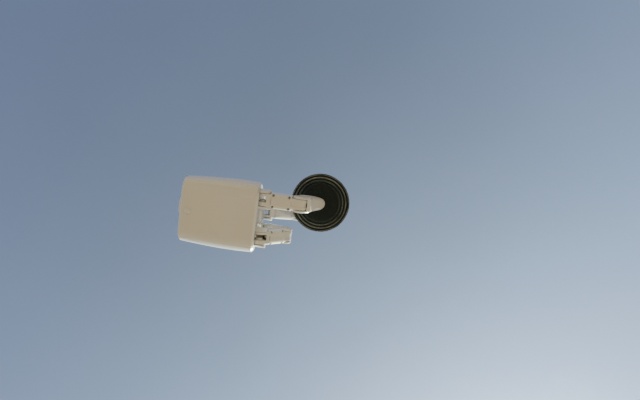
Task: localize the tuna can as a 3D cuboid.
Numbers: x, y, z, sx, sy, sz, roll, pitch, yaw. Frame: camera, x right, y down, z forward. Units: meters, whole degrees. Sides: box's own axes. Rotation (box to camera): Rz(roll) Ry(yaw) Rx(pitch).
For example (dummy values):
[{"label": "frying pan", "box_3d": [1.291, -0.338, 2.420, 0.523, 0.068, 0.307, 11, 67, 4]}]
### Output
[{"label": "tuna can", "box_3d": [0.000, 0.002, 0.717, 0.086, 0.086, 0.034, 0, 4, 2]}]
